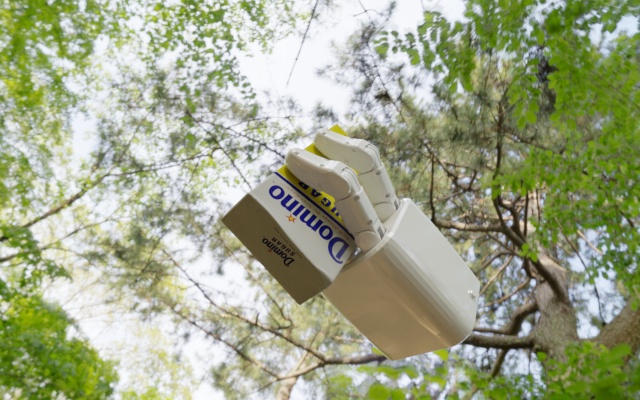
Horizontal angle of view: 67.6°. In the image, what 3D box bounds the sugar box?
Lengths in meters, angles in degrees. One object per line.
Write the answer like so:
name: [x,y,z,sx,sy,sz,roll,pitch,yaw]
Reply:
sugar box: [0.001,0.001,0.423,0.048,0.093,0.176,-40,5,32]
